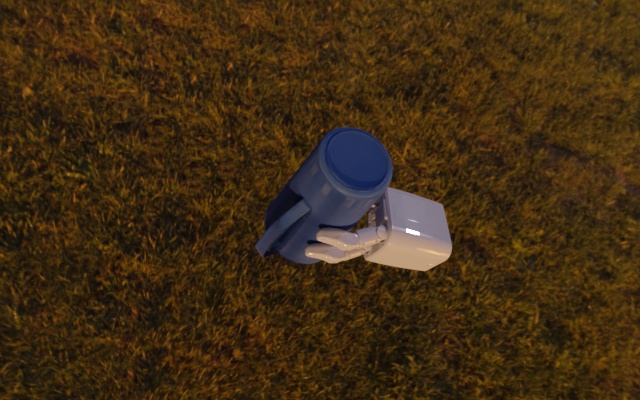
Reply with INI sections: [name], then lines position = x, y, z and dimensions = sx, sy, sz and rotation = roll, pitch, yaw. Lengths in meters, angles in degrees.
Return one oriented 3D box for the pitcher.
[pitcher]
position = 0.000, 0.002, 0.712
dimensions = 0.145, 0.149, 0.243
rotation = 15, -29, -14
